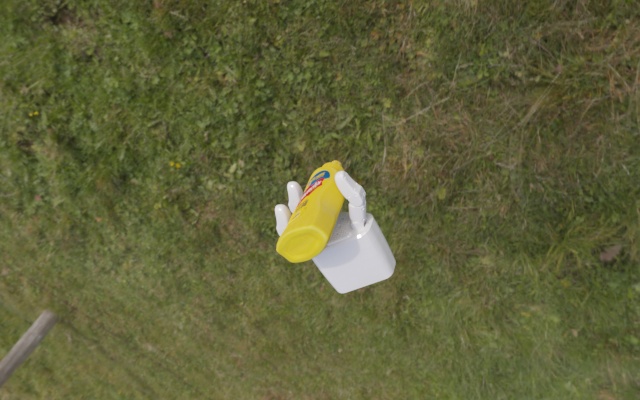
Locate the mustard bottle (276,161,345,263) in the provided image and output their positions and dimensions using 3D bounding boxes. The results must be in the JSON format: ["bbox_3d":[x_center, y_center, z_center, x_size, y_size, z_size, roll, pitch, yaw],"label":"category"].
[{"bbox_3d":[0.000,0.002,0.733,0.058,0.191,0.096,38,-46,-13],"label":"mustard bottle"}]
